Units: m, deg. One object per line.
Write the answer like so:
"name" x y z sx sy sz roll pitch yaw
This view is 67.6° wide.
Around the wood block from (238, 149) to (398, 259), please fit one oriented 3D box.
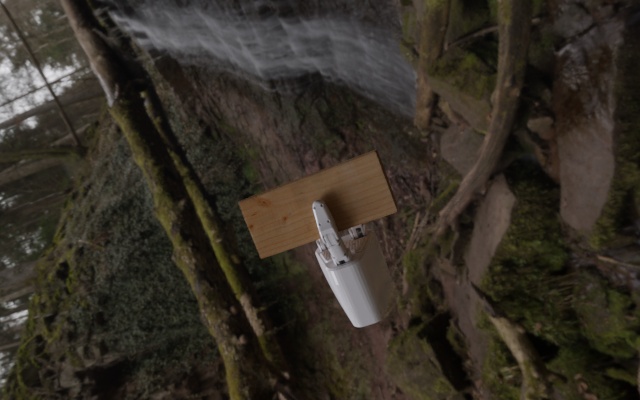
"wood block" 0.000 0.003 0.700 0.206 0.090 0.091 -20 5 10
